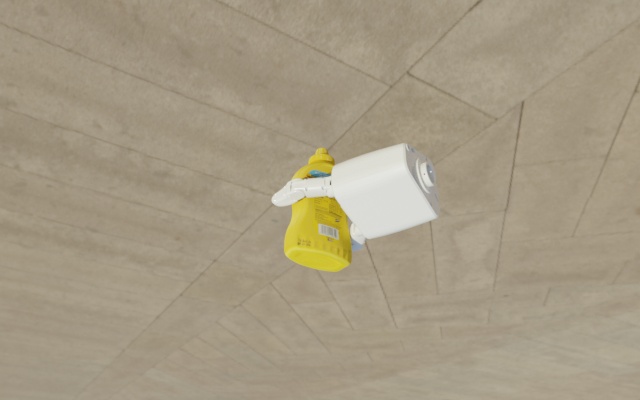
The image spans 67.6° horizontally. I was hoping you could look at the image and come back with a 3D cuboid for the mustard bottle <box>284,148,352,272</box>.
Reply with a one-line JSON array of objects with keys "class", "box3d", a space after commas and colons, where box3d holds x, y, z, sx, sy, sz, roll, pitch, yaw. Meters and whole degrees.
[{"class": "mustard bottle", "box3d": [0.000, 0.003, 0.701, 0.096, 0.191, 0.058, 19, -35, -25]}]
